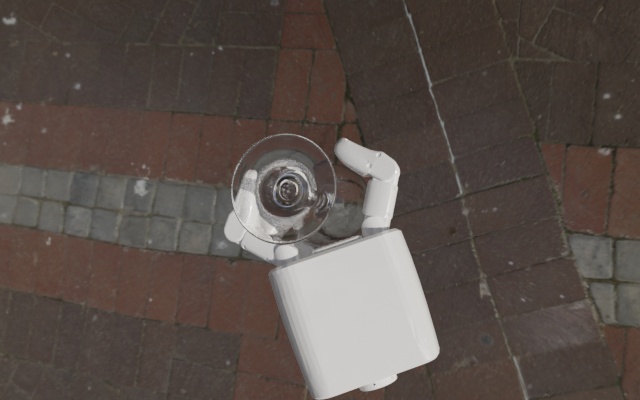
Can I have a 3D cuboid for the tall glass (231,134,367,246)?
[{"bbox_3d":[0.000,0.001,0.410,0.079,0.079,0.201,0,-5,15],"label":"tall glass"}]
